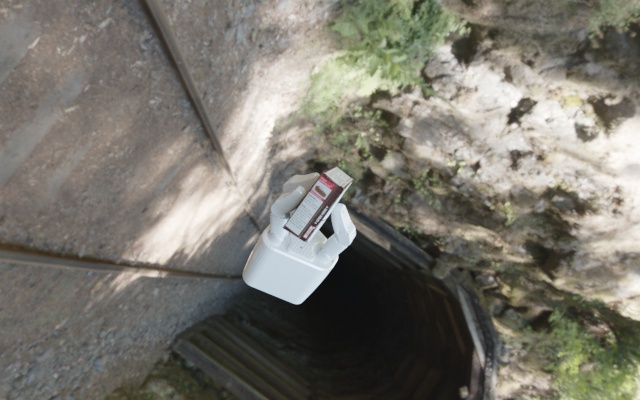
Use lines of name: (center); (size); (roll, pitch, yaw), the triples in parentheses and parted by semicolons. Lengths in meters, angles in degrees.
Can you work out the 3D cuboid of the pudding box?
pudding box: (0.000, 0.002, 0.640); (0.039, 0.090, 0.113); (36, 12, 1)
